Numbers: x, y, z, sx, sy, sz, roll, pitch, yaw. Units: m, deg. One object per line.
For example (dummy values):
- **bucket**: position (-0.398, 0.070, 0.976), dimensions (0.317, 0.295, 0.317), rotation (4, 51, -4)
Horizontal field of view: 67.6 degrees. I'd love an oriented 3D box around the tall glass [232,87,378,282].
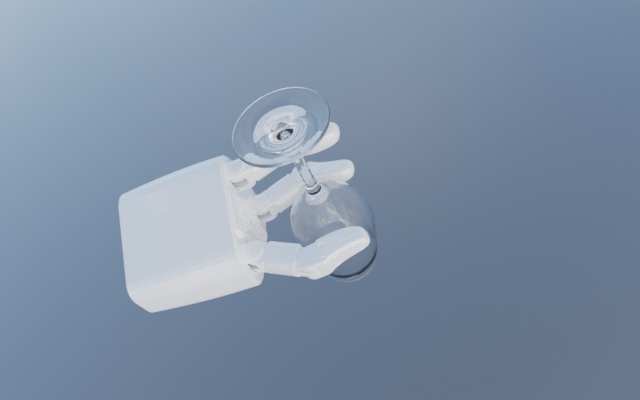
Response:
- **tall glass**: position (0.000, 0.001, 0.413), dimensions (0.079, 0.079, 0.201), rotation (0, -33, 21)
